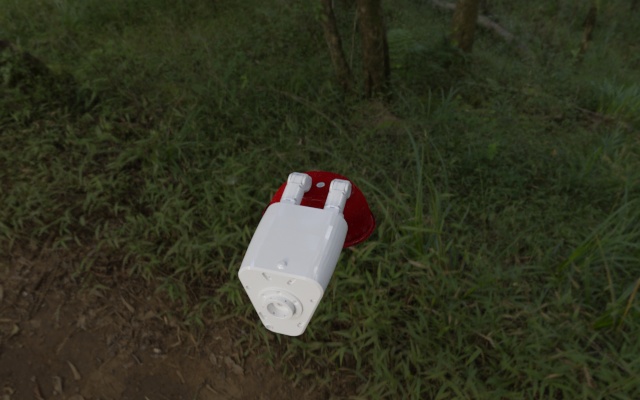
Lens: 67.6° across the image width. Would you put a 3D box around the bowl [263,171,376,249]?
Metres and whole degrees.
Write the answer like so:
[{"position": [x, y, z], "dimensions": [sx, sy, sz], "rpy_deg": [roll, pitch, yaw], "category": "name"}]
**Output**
[{"position": [0.000, 0.001, 0.671], "dimensions": [0.162, 0.055, 0.162], "rpy_deg": [3, 29, -2], "category": "bowl"}]
